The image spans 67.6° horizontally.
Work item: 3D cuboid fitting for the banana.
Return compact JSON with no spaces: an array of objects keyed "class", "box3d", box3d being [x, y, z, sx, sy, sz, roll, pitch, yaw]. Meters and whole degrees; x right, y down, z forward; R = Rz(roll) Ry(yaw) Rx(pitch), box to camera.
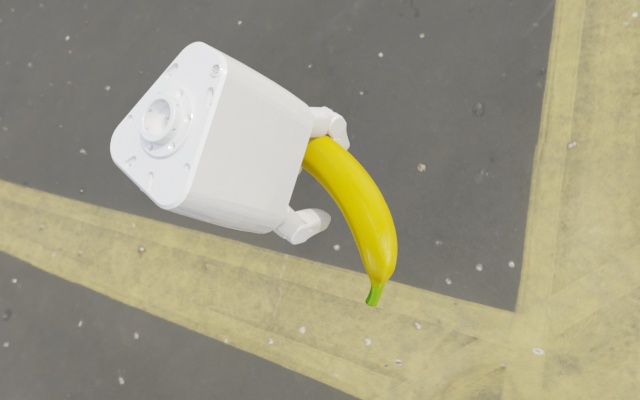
[{"class":"banana","box3d":[0.015,-0.006,0.425,0.070,0.197,0.037,-39,-21,25]}]
